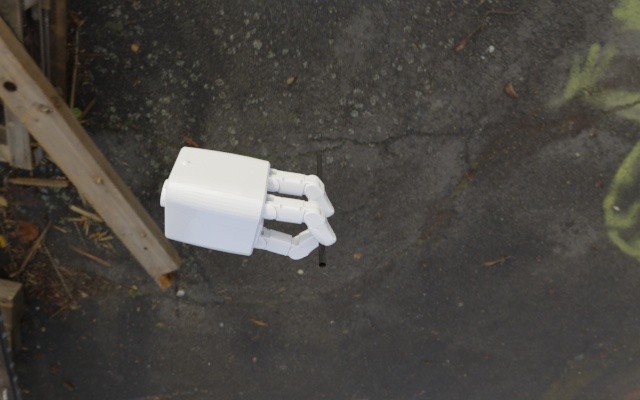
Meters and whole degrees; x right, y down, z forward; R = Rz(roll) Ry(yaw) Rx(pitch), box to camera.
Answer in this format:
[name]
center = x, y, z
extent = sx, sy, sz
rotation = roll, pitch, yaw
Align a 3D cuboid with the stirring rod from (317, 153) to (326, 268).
[stirring rod]
center = 0.000, 0.002, 0.635
extent = 0.011, 0.011, 0.239
rotation = 0, 36, -1
